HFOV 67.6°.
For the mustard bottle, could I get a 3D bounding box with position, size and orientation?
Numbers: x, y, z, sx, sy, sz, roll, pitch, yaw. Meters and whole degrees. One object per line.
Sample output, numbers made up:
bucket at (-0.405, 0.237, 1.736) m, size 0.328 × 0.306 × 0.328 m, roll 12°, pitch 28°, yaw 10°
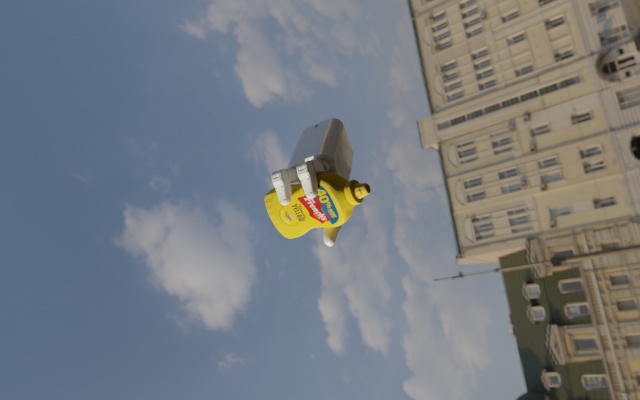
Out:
mustard bottle at (0.000, 0.003, 0.818) m, size 0.191 × 0.096 × 0.058 m, roll -16°, pitch 17°, yaw 33°
